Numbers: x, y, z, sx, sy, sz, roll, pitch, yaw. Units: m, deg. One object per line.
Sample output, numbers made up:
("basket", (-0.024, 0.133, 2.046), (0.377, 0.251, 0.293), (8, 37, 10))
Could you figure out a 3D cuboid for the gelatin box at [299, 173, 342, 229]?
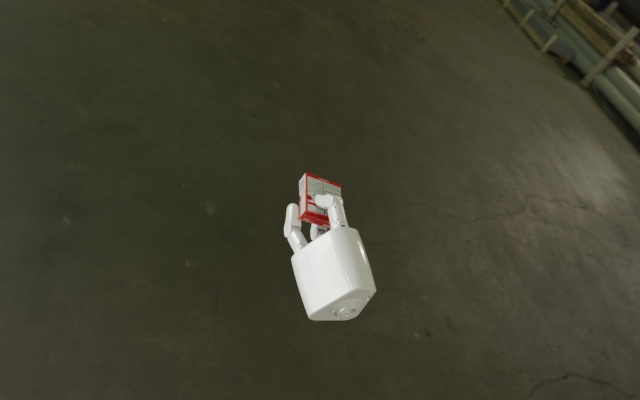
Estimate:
("gelatin box", (0.000, 0.002, 0.829), (0.073, 0.089, 0.030), (18, -43, -23))
